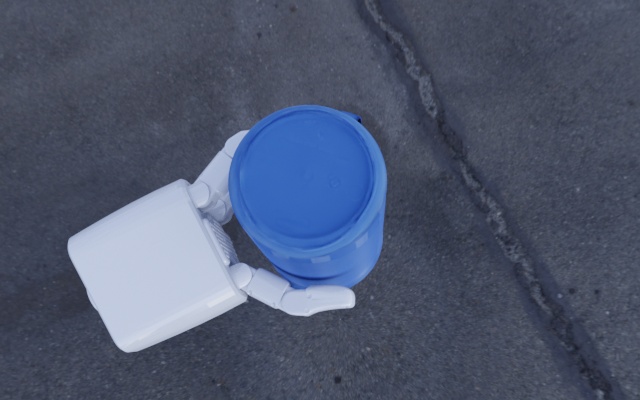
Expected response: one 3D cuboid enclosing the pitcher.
[{"bbox_3d":[0.000,0.002,0.431,0.145,0.149,0.243,-24,-14,-3],"label":"pitcher"}]
